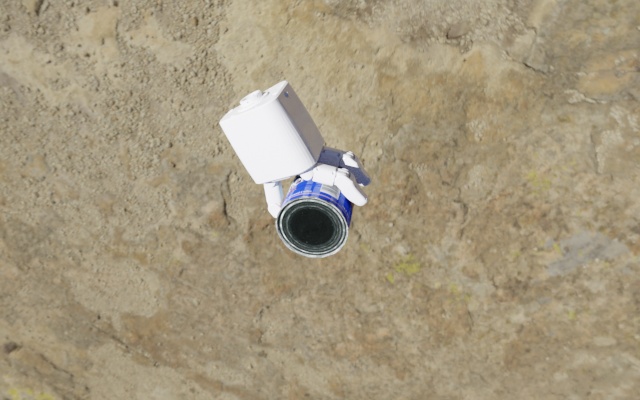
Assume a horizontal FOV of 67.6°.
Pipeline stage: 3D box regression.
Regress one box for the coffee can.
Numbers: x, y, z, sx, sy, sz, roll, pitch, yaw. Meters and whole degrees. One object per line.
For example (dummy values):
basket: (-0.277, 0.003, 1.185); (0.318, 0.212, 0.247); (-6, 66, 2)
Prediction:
coffee can: (0.000, 0.002, 0.714); (0.103, 0.103, 0.140); (0, 32, 12)
